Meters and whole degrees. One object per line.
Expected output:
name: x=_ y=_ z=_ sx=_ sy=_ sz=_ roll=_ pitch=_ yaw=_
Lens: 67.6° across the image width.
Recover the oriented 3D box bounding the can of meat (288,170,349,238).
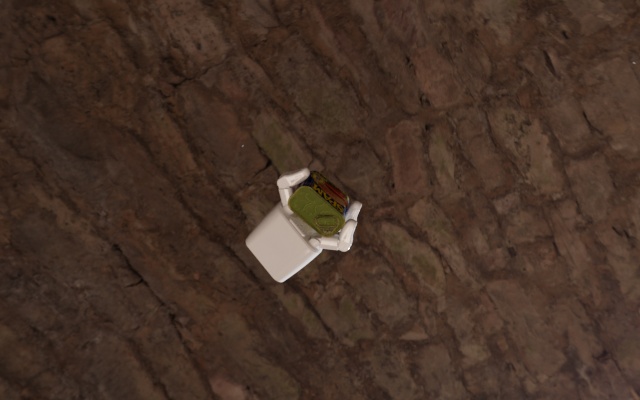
can of meat: x=0.000 y=0.002 z=0.839 sx=0.057 sy=0.102 sz=0.084 roll=-45 pitch=10 yaw=26
